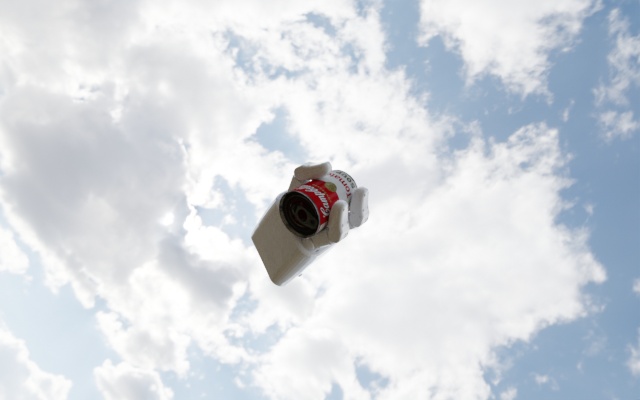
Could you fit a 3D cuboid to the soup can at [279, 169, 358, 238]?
[{"bbox_3d":[0.000,0.002,0.672,0.068,0.068,0.102,0,20,38],"label":"soup can"}]
